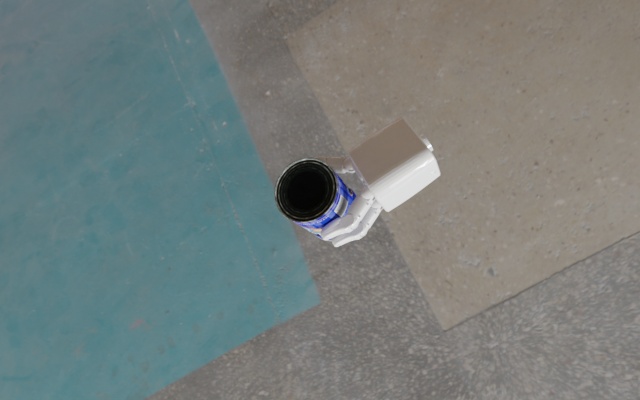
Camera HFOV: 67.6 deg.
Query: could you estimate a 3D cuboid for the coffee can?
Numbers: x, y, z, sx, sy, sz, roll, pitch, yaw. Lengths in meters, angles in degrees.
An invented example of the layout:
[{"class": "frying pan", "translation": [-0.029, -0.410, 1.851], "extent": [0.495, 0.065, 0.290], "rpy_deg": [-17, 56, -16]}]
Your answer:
[{"class": "coffee can", "translation": [0.000, 0.003, 0.777], "extent": [0.103, 0.102, 0.140], "rpy_deg": [0, -16, 20]}]
